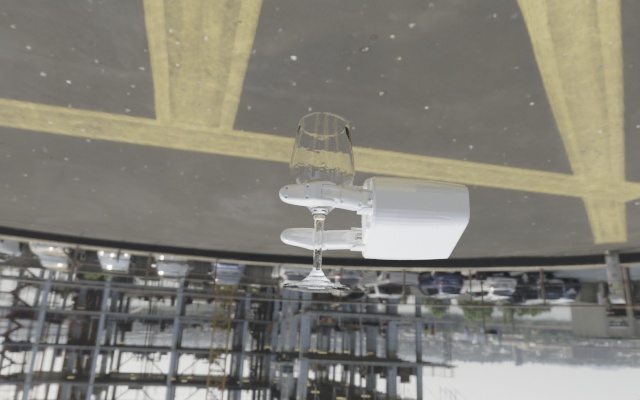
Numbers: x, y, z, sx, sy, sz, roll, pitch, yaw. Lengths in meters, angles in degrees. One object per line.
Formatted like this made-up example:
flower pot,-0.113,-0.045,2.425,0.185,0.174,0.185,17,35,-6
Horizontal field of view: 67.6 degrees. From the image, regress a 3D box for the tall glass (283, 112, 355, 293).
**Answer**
tall glass,0.000,0.002,0.554,0.079,0.201,0.079,2,-17,1
